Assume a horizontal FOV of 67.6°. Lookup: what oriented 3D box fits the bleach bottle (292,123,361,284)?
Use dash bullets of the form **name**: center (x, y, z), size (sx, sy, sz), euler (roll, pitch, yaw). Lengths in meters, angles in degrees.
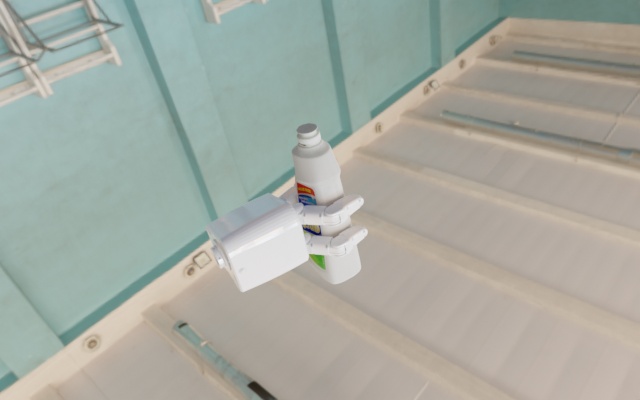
- **bleach bottle**: center (0.000, 0.002, 0.698), size (0.068, 0.251, 0.102), euler (-26, 38, -18)
